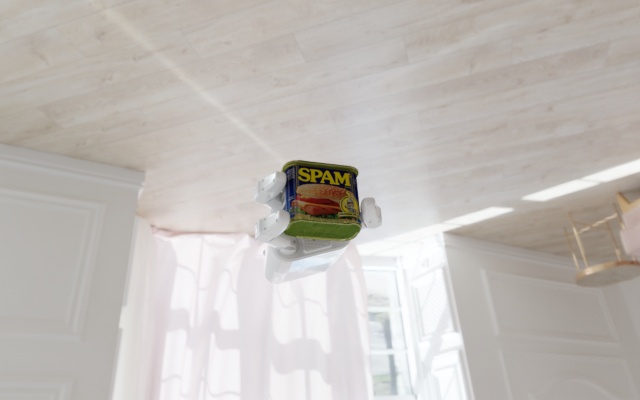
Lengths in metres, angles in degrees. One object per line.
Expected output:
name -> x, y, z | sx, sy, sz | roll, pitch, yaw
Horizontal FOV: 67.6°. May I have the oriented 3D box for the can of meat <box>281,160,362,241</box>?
can of meat -> 0.000, 0.002, 0.605 | 0.102, 0.084, 0.057 | 6, -30, -16
